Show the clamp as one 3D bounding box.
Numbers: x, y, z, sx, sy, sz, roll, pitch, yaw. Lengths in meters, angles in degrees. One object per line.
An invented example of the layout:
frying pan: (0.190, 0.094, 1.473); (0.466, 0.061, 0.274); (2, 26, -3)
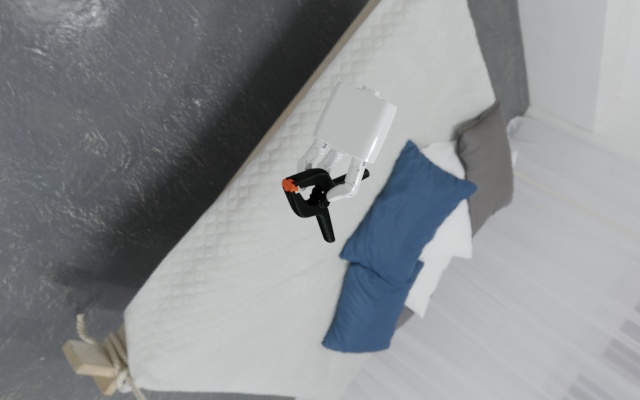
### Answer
clamp: (0.000, 0.003, 0.876); (0.036, 0.164, 0.210); (31, 14, 36)
